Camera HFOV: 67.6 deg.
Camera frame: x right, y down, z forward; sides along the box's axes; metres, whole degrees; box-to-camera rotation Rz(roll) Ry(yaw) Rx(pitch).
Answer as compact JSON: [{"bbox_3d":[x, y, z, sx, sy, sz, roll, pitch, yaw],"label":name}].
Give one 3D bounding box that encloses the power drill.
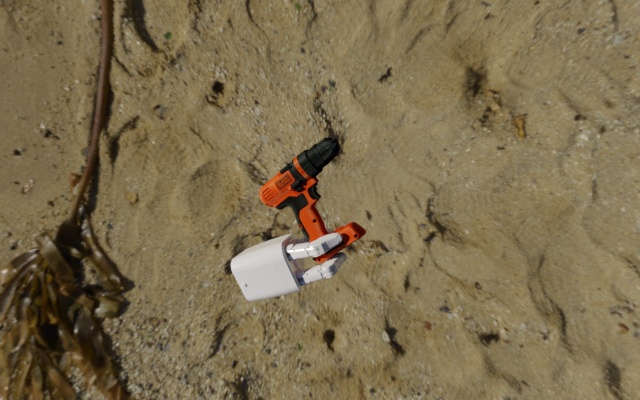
[{"bbox_3d":[0.000,0.003,0.864,0.184,0.187,0.057,-37,-7,24],"label":"power drill"}]
